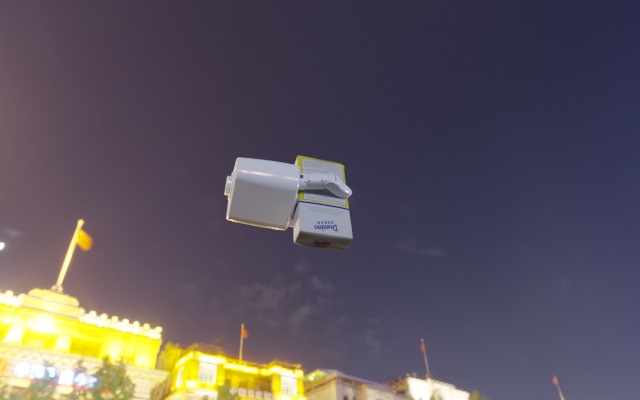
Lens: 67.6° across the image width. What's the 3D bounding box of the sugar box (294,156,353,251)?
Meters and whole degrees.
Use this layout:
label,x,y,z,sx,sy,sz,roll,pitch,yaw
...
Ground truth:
label,x,y,z,sx,sy,sz,roll,pitch,yaw
sugar box,0.000,0.003,0.837,0.093,0.176,0.048,10,-41,-14
